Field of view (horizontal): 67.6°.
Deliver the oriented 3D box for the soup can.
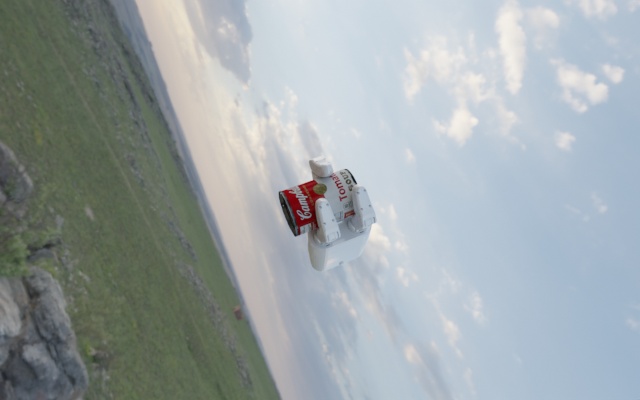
[{"bbox_3d":[0.000,0.002,0.673,0.102,0.068,0.068,-20,4,-12],"label":"soup can"}]
